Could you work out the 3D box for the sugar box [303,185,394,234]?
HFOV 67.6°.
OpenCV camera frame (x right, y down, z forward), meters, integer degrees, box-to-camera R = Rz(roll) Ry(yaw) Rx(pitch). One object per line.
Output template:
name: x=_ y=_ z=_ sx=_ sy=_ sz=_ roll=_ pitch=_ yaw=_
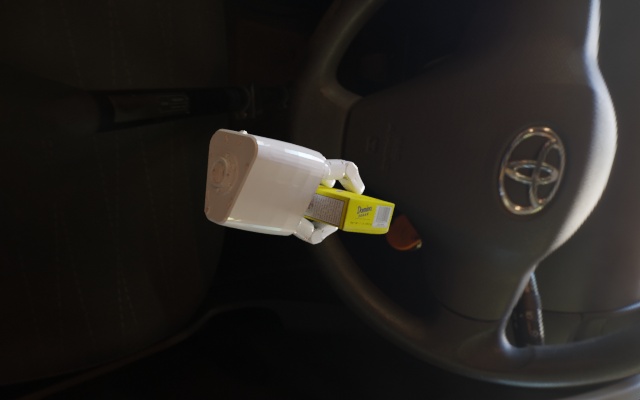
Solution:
sugar box: x=0.000 y=0.002 z=0.640 sx=0.176 sy=0.048 sz=0.093 roll=19 pitch=7 yaw=43
